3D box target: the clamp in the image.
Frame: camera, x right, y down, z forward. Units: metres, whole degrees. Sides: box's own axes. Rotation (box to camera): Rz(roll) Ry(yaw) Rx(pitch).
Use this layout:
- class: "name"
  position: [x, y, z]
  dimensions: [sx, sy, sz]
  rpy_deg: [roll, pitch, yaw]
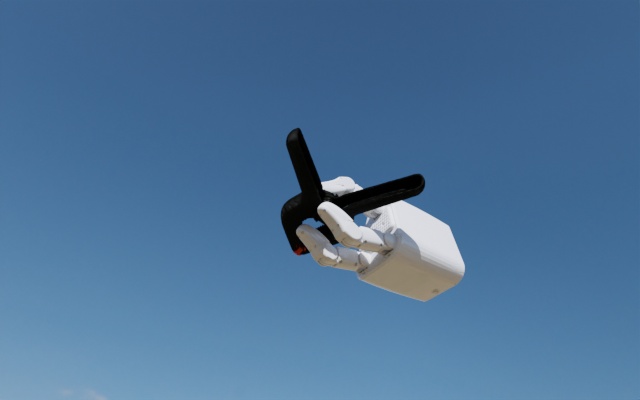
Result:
- class: "clamp"
  position: [0.000, 0.002, 0.584]
  dimensions: [0.164, 0.036, 0.210]
  rpy_deg: [25, -42, -18]
